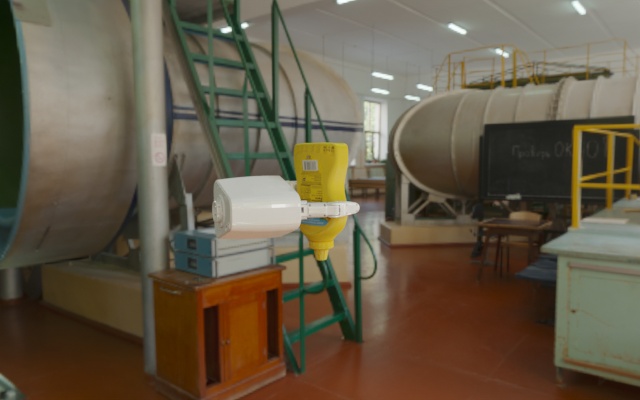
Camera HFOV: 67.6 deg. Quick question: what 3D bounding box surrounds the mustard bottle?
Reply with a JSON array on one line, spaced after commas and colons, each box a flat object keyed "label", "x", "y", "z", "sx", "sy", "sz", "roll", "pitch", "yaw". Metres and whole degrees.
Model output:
[{"label": "mustard bottle", "x": 0.000, "y": 0.002, "z": 0.780, "sx": 0.096, "sy": 0.191, "sz": 0.058, "roll": 4, "pitch": 7, "yaw": 40}]
